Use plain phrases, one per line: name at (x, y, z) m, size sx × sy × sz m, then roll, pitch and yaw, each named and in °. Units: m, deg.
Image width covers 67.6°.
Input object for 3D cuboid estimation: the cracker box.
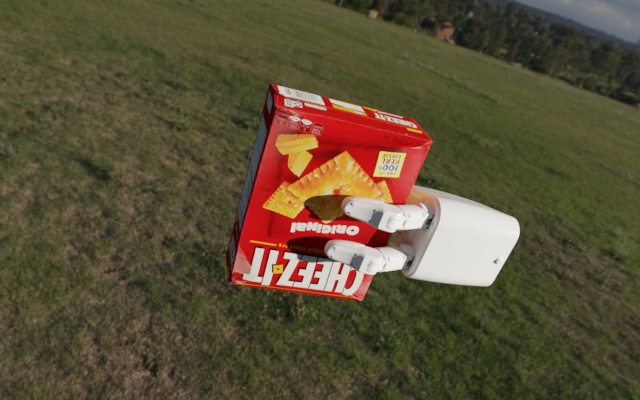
cracker box at (0.000, 0.001, 0.518) m, size 0.164 × 0.214 × 0.072 m, roll 11°, pitch 27°, yaw -16°
